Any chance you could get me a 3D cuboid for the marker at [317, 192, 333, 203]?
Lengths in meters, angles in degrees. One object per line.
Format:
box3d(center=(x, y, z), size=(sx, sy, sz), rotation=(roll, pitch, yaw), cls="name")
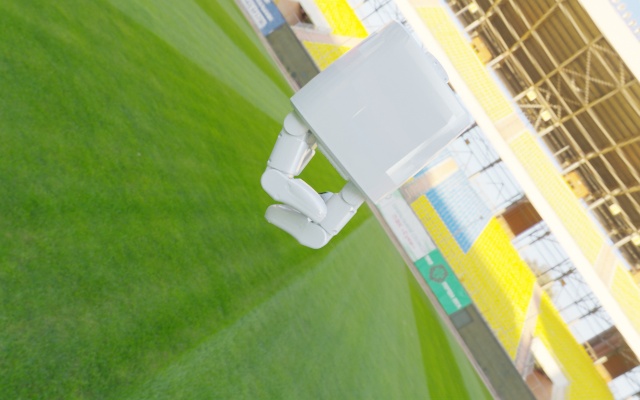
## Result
box3d(center=(0.000, 0.002, 0.459), size=(0.020, 0.020, 0.121), rotation=(0, 1, 8), cls="marker")
